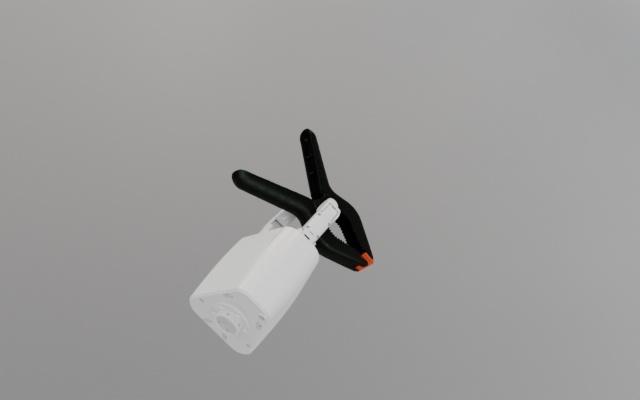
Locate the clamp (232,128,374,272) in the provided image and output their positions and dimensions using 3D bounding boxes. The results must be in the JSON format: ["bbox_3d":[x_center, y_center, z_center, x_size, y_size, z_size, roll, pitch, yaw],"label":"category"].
[{"bbox_3d":[0.001,0.002,0.642,0.036,0.210,0.164,-38,8,45],"label":"clamp"}]
